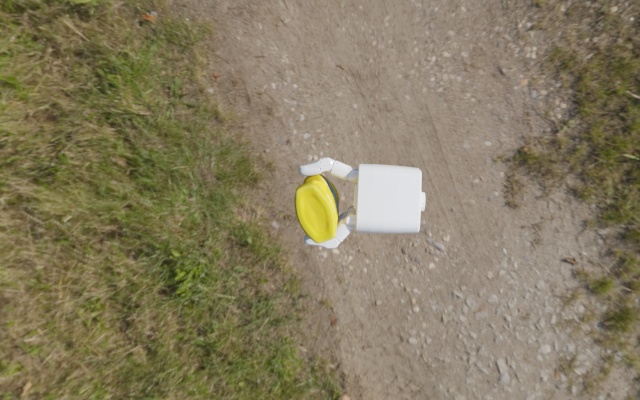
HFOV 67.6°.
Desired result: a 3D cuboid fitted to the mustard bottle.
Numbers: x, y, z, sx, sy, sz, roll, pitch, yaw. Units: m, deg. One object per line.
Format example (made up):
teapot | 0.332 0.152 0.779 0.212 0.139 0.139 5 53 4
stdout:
mustard bottle | 0.000 0.003 0.824 0.058 0.096 0.191 -22 9 9
